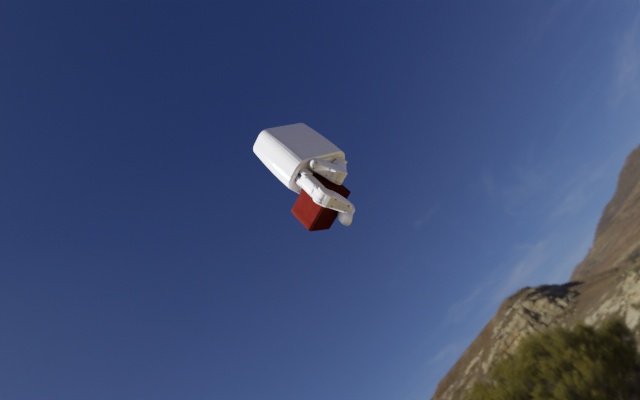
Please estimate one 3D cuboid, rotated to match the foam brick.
[{"bbox_3d":[0.000,0.003,0.763,0.051,0.078,0.053,42,24,30],"label":"foam brick"}]
